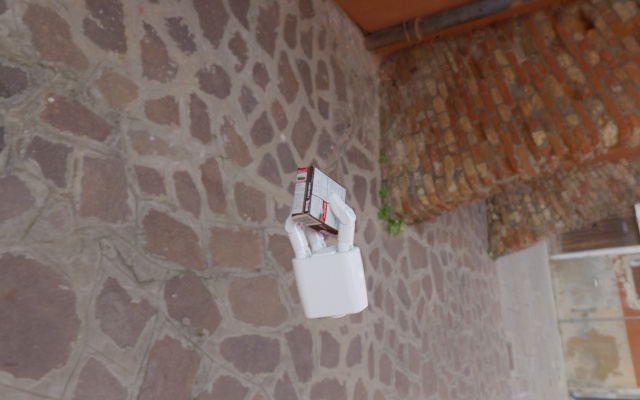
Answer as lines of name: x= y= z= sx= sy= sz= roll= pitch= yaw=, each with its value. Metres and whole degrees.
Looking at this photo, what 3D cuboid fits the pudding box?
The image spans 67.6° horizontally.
pudding box: x=0.000 y=0.003 z=0.825 sx=0.039 sy=0.090 sz=0.113 roll=-8 pitch=-24 yaw=31
